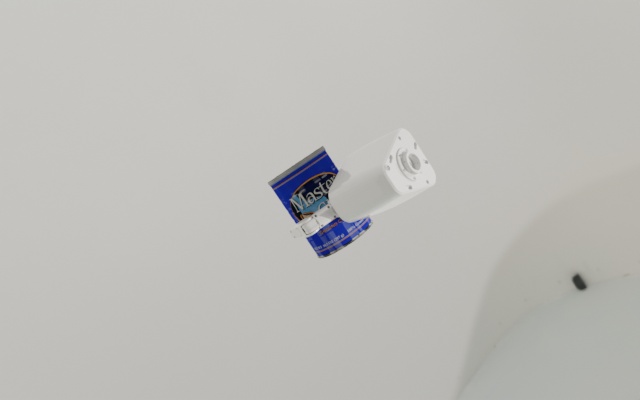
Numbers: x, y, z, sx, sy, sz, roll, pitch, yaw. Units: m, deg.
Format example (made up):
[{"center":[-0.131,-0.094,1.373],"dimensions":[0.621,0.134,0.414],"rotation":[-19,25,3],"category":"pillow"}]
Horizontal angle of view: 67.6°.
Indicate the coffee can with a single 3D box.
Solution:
[{"center":[0.000,0.002,0.734],"dimensions":[0.103,0.140,0.103],"rotation":[-33,5,4],"category":"coffee can"}]
